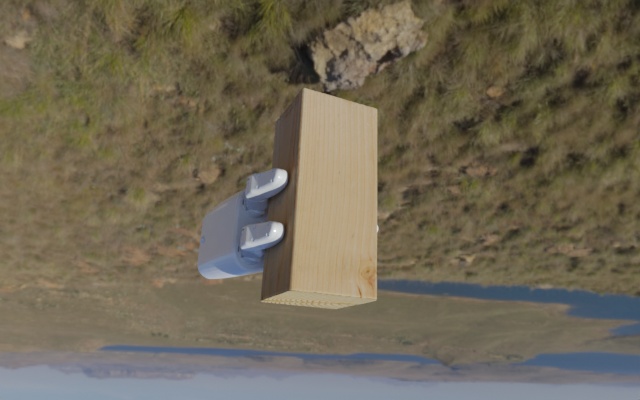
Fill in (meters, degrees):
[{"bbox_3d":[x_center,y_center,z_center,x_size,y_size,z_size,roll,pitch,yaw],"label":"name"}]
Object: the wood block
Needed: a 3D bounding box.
[{"bbox_3d":[0.000,0.002,0.502,0.091,0.206,0.090,11,-21,-23],"label":"wood block"}]
